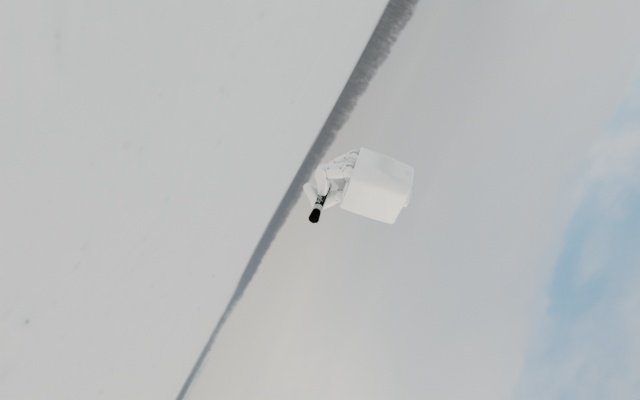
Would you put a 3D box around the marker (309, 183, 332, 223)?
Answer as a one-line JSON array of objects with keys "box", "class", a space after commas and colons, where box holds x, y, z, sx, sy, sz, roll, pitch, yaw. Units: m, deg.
[{"box": [0.000, 0.003, 0.867, 0.020, 0.020, 0.121, 0, 32, 15], "class": "marker"}]
